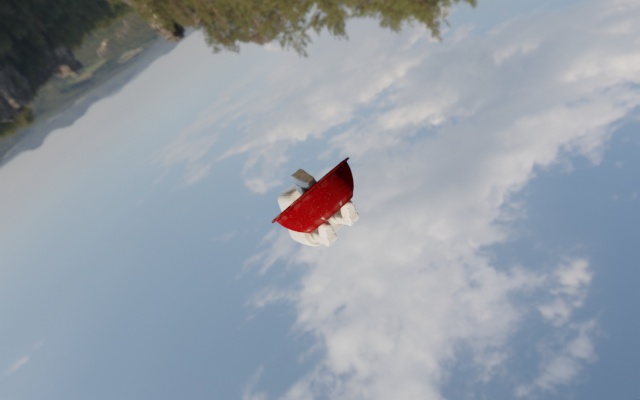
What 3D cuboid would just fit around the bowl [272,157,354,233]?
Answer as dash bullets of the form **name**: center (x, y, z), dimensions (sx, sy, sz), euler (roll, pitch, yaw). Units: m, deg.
- **bowl**: center (0.000, 0.003, 0.761), dimensions (0.162, 0.055, 0.162), euler (-40, 0, 0)
